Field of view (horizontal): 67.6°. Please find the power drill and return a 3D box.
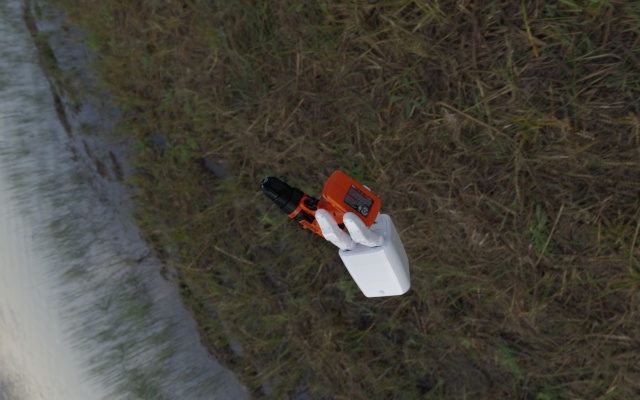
[{"bbox_3d":[0.001,0.003,0.827,0.184,0.057,0.188,33,-22,-19],"label":"power drill"}]
